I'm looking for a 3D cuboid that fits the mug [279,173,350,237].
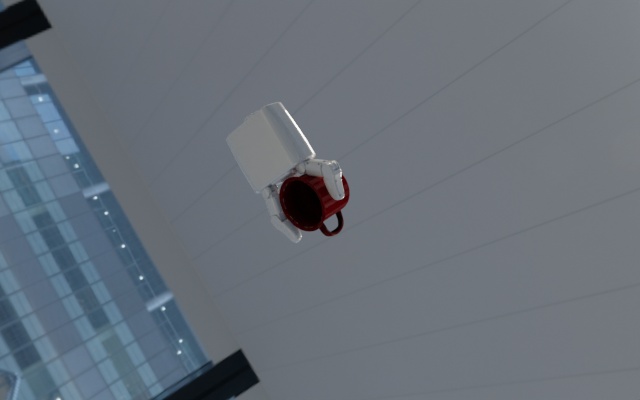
[{"bbox_3d":[0.001,0.004,0.778,0.081,0.117,0.093,-31,-1,-45],"label":"mug"}]
